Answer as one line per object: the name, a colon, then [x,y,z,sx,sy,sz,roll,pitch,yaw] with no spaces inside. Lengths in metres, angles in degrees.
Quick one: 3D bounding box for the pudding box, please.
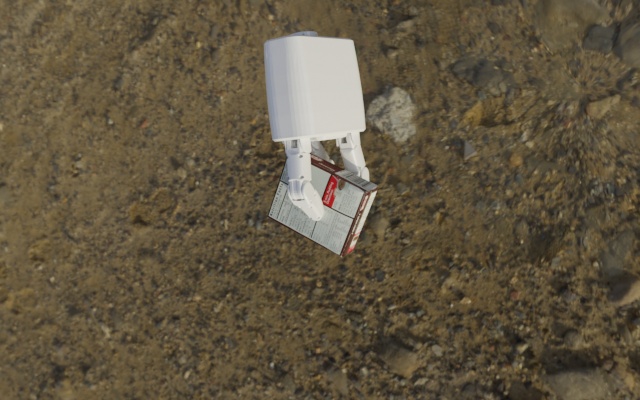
pudding box: [0.000,0.002,0.570,0.113,0.090,0.039,28,21,22]
